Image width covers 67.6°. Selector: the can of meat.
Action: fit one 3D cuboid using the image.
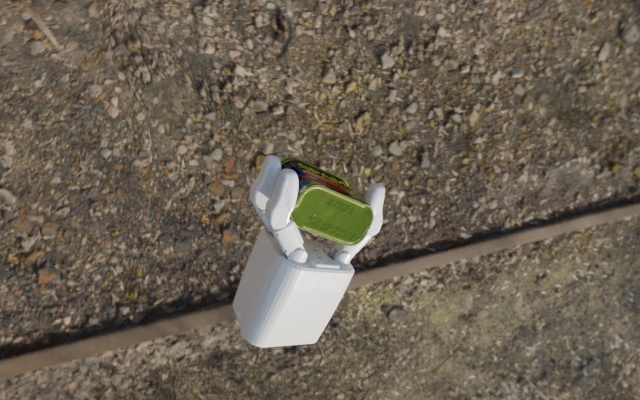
[{"bbox_3d":[0.000,0.002,0.535,0.102,0.057,0.084,22,13,-29],"label":"can of meat"}]
